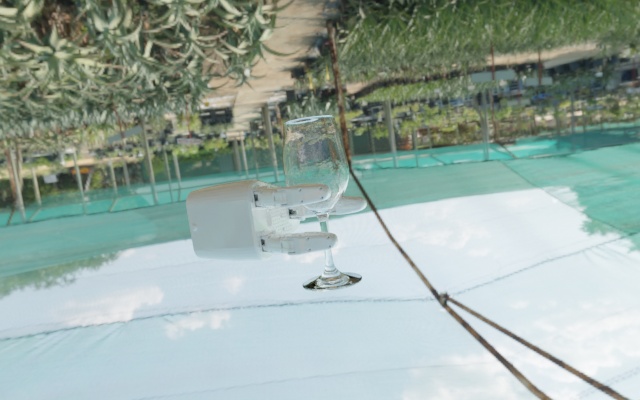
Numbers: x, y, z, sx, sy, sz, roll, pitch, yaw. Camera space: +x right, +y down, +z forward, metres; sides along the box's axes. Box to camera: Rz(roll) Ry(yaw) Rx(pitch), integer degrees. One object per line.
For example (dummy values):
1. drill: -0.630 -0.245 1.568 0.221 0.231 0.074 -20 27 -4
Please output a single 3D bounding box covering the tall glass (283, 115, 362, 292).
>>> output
1. tall glass: 0.000 0.003 0.576 0.079 0.201 0.079 -8 5 1
